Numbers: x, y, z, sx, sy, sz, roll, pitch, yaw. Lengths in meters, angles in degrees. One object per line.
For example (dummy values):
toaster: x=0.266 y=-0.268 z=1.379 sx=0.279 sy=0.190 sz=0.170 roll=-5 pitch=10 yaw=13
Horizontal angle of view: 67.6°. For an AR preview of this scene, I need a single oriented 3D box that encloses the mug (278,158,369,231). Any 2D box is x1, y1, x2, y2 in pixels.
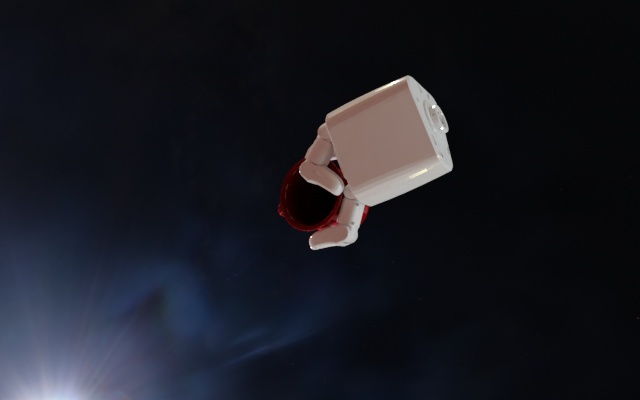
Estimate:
mug: x=-0.001 y=0.003 z=0.616 sx=0.117 sy=0.093 sz=0.081 roll=-21 pitch=-22 yaw=30
